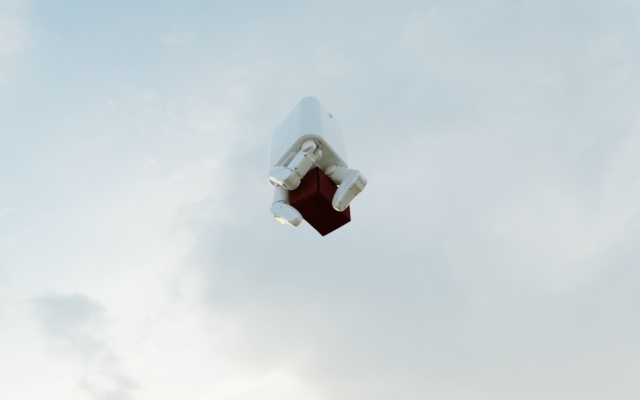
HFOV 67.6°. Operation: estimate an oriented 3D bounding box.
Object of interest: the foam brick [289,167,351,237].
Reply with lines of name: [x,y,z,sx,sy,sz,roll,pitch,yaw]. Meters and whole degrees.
foam brick: [0.000,0.002,0.671,0.053,0.051,0.078,-29,-51,23]
